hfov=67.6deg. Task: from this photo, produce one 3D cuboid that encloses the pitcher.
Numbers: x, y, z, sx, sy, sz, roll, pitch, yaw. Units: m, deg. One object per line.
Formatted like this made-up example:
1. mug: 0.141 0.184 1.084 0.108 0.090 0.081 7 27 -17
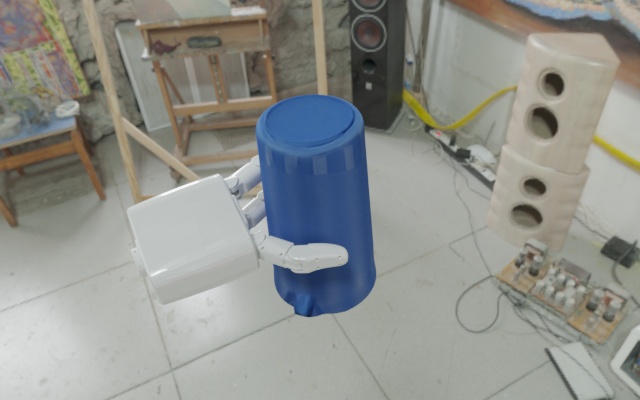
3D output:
1. pitcher: 0.000 0.002 0.553 0.145 0.243 0.149 -20 43 -16
